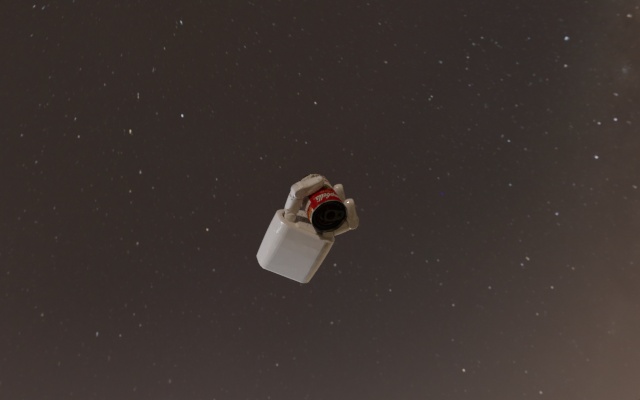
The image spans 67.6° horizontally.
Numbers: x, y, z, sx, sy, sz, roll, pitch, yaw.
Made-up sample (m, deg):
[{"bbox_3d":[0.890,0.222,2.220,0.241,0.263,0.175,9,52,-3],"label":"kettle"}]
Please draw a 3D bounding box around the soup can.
[{"bbox_3d":[0.000,0.002,0.873,0.068,0.068,0.102,0,31,-22],"label":"soup can"}]
